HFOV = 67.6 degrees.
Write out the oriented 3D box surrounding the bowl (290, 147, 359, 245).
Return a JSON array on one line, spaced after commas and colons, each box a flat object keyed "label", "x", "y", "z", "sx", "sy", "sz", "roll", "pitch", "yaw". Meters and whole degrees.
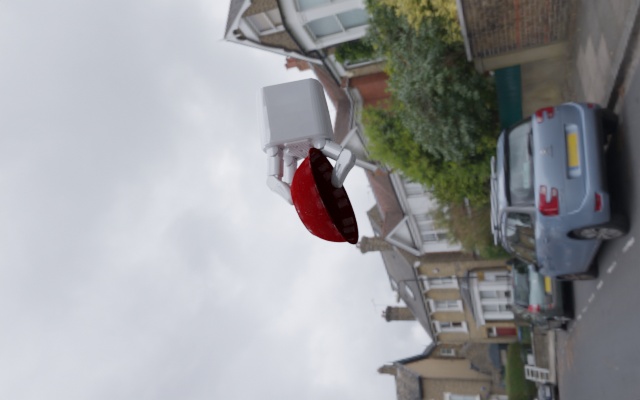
[{"label": "bowl", "x": 0.000, "y": 0.004, "z": 0.732, "sx": 0.055, "sy": 0.162, "sz": 0.162, "roll": -25, "pitch": -7, "yaw": 16}]
